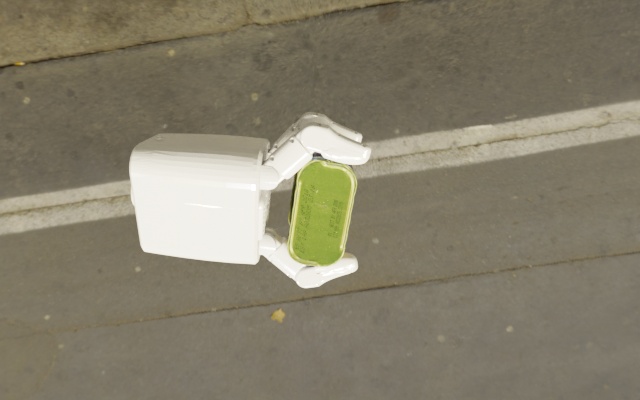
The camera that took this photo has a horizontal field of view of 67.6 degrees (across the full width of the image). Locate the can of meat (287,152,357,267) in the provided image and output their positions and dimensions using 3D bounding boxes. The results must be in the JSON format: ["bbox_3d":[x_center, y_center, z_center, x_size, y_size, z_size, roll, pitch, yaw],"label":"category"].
[{"bbox_3d":[0.000,0.002,0.448,0.057,0.102,0.084,8,16,-3],"label":"can of meat"}]
